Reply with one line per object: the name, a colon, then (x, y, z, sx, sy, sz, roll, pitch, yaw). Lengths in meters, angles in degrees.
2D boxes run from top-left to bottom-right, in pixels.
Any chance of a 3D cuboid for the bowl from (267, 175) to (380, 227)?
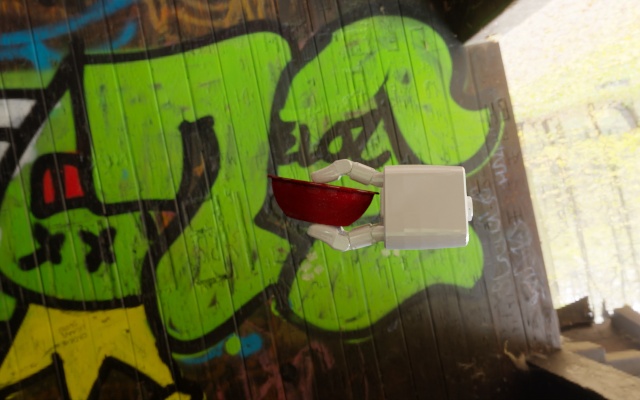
bowl: (-0.001, 0.002, 0.678, 0.162, 0.055, 0.162, 9, 2, 0)
